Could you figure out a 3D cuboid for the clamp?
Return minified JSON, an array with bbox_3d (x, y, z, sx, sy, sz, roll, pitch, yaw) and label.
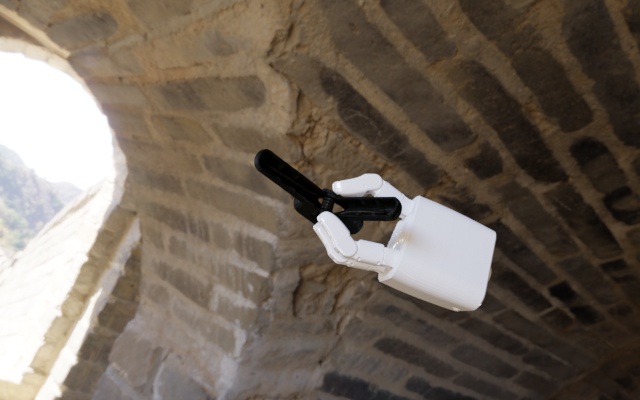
[{"bbox_3d":[0.001,0.001,0.584,0.164,0.036,0.210,24,-14,1],"label":"clamp"}]
